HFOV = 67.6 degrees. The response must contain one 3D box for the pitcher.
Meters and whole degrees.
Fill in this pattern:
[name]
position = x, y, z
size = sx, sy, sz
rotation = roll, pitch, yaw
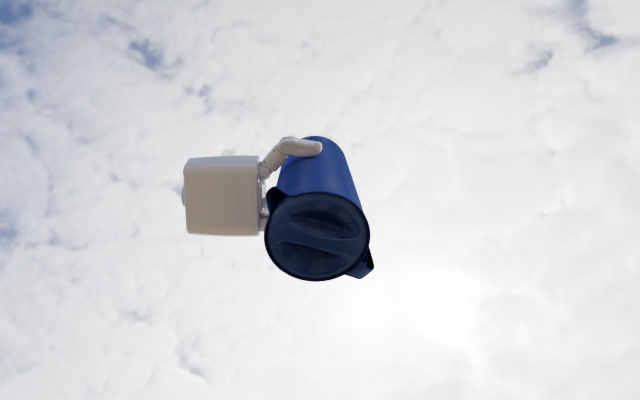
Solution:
[pitcher]
position = 0.000, 0.002, 0.695
size = 0.145, 0.149, 0.242
rotation = -1, 28, -1
